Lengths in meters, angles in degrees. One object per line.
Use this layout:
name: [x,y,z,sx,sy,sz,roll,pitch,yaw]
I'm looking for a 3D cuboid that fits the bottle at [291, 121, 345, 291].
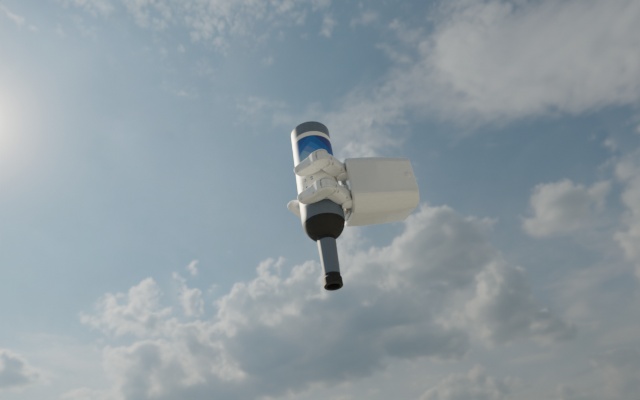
bottle: [0.000,0.002,0.752,0.069,0.295,0.069,-6,-36,-4]
